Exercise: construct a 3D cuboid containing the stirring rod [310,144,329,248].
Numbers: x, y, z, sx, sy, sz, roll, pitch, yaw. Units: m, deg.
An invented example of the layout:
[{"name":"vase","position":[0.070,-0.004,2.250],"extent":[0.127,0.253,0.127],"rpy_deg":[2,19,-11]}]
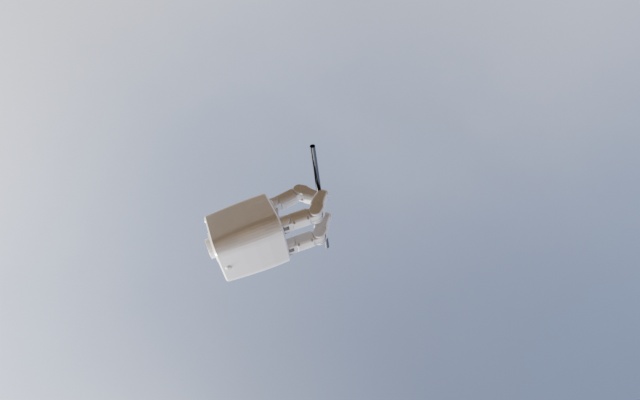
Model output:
[{"name":"stirring rod","position":[0.000,0.002,0.777],"extent":[0.011,0.011,0.240],"rpy_deg":[0,-42,8]}]
